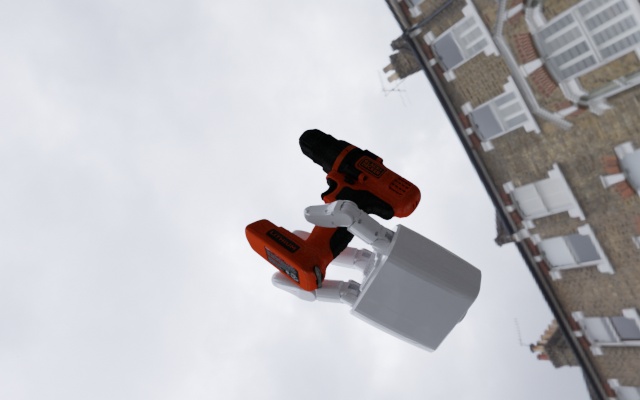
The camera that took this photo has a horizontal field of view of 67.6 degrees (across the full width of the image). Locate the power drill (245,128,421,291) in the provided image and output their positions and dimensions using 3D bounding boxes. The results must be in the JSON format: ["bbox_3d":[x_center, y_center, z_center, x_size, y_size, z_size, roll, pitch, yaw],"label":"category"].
[{"bbox_3d":[0.000,0.002,0.578,0.184,0.187,0.057,33,-26,26],"label":"power drill"}]
